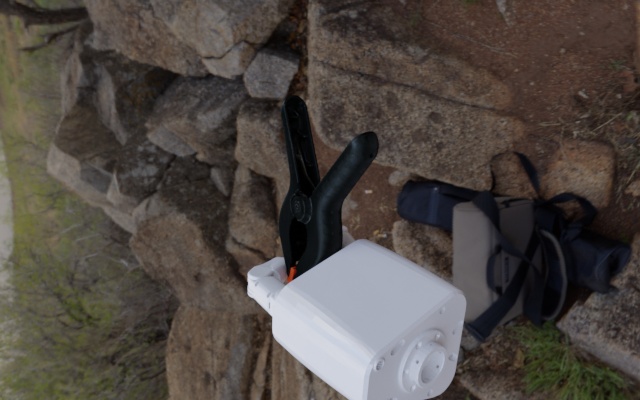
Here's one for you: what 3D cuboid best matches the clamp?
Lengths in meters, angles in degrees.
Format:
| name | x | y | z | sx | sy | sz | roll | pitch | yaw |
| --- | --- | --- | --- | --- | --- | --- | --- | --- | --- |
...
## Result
| name | x | y | z | sx | sy | sz | roll | pitch | yaw |
| --- | --- | --- | --- | --- | --- | --- | --- | --- | --- |
| clamp | -0.001 | 0.002 | 0.412 | 0.039 | 0.171 | 0.120 | -8 | 21 | -28 |
